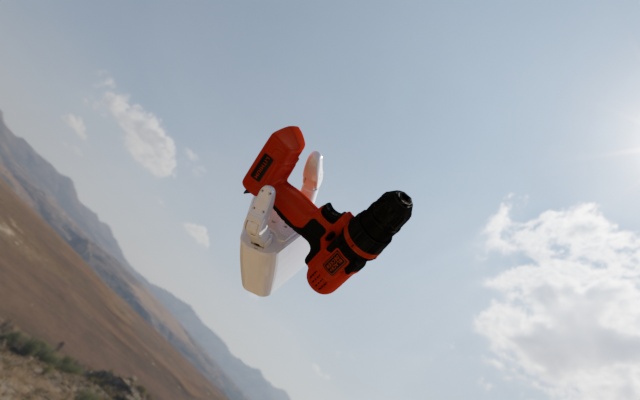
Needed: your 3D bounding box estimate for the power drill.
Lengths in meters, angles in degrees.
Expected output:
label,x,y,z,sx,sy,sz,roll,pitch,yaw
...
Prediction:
label,x,y,z,sx,sy,sz,roll,pitch,yaw
power drill,0.000,0.002,0.573,0.057,0.187,0.184,-23,-21,-51
